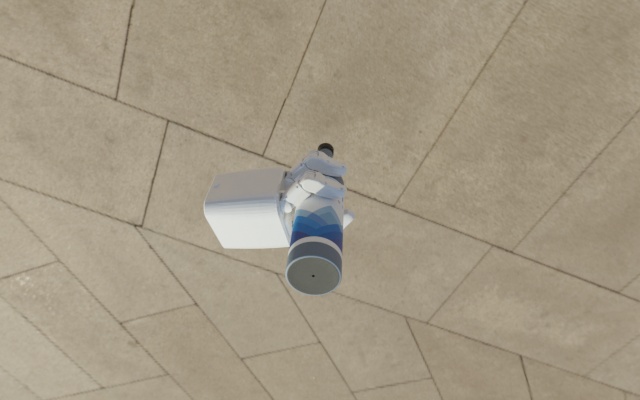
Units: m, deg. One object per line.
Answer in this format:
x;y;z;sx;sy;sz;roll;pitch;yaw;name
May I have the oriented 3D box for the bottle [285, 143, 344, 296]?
0.000;0.002;0.676;0.069;0.069;0.295;0;36;4;bottle
